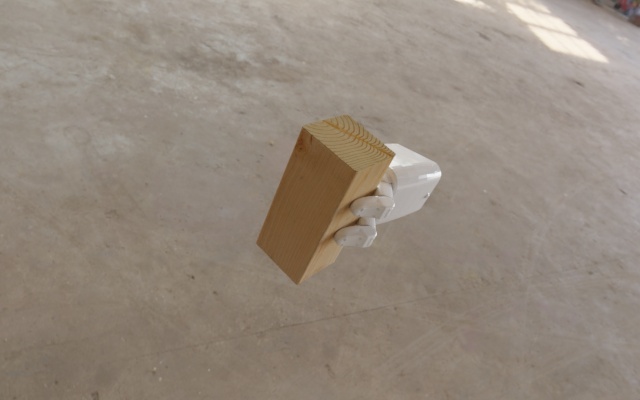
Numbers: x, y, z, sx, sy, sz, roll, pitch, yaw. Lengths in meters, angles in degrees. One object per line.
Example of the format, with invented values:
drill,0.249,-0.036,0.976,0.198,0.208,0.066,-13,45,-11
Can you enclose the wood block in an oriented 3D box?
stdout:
wood block,0.000,0.002,0.632,0.090,0.206,0.090,43,40,21
